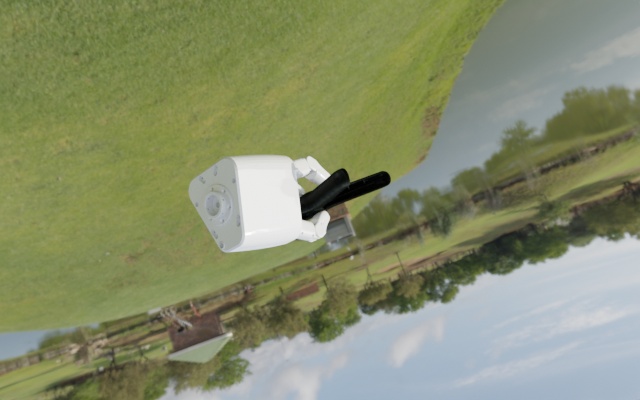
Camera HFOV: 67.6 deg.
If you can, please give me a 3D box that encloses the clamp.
[{"bbox_3d":[0.000,0.003,0.725,0.210,0.036,0.164,-28,-13,33],"label":"clamp"}]
